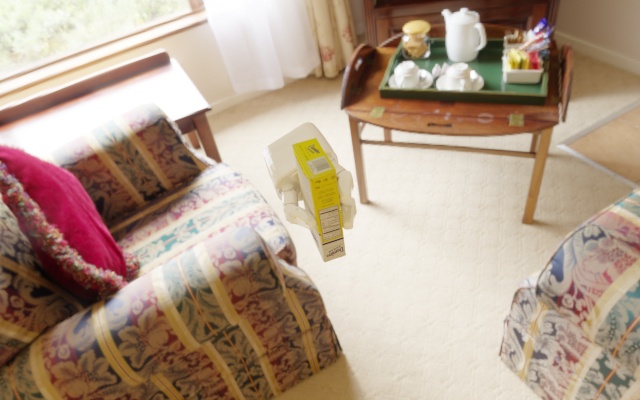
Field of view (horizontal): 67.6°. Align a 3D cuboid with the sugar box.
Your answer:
[{"bbox_3d":[0.001,0.002,0.742,0.048,0.176,0.093,-19,42,-7],"label":"sugar box"}]
